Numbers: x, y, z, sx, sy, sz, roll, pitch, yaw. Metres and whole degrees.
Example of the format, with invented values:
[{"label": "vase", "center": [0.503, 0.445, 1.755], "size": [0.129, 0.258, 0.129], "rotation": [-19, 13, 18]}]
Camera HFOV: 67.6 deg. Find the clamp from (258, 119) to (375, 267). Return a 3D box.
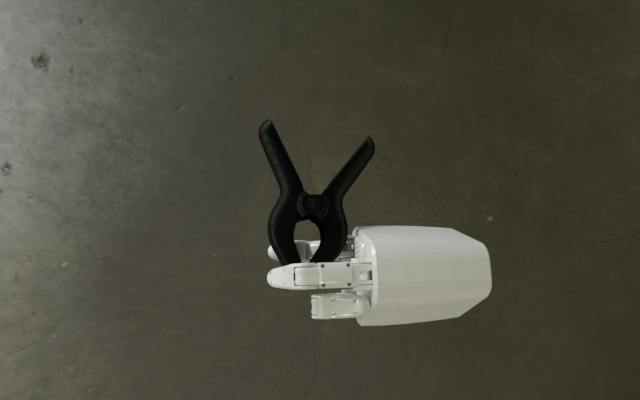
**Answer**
[{"label": "clamp", "center": [0.000, 0.002, 0.476], "size": [0.120, 0.171, 0.039], "rotation": [-2, -10, -5]}]
